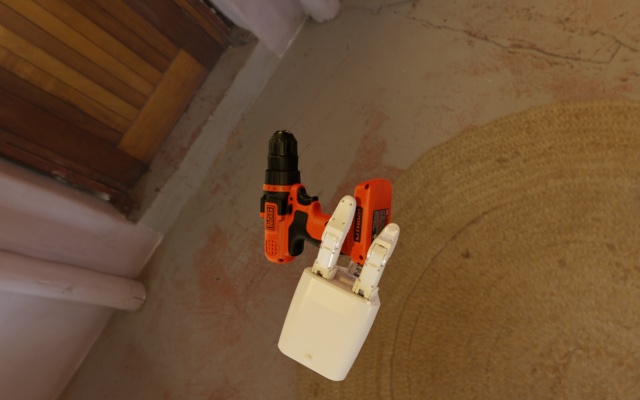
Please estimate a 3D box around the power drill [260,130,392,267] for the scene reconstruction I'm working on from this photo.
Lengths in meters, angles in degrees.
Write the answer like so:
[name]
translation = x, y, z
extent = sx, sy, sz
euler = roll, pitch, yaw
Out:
[power drill]
translation = 0.000, 0.002, 0.621
extent = 0.187, 0.184, 0.057
euler = 8, 11, 39
